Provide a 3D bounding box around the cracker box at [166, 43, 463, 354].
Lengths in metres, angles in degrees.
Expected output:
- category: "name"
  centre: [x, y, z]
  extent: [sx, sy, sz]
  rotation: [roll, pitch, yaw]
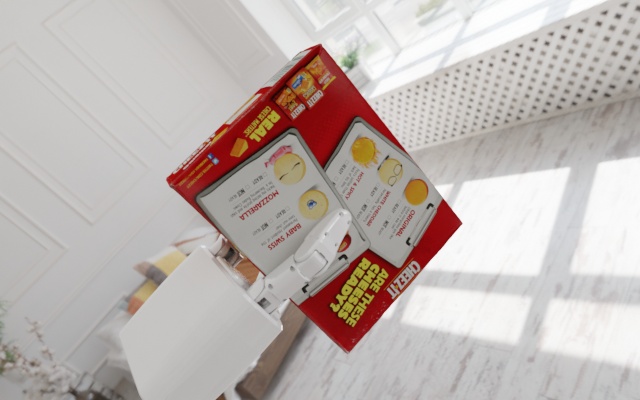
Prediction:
- category: "cracker box"
  centre: [0.000, 0.001, 0.426]
  extent: [0.214, 0.164, 0.072]
  rotation: [47, -10, -20]
